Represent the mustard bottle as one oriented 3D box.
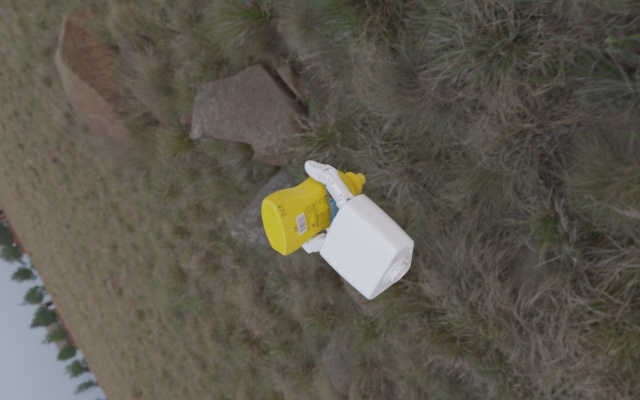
[{"bbox_3d":[0.000,0.002,0.756,0.191,0.096,0.058,-29,35,-31],"label":"mustard bottle"}]
